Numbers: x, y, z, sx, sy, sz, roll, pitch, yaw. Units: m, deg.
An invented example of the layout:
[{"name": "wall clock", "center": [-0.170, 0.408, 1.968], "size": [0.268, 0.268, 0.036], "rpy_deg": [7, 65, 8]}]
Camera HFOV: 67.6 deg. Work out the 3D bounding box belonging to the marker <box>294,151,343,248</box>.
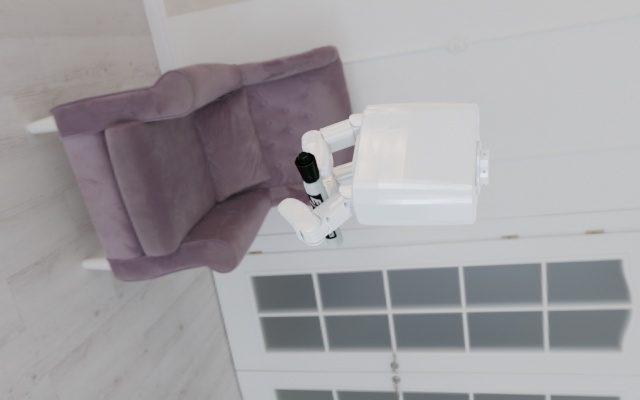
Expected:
[{"name": "marker", "center": [0.000, 0.001, 0.450], "size": [0.020, 0.020, 0.121], "rpy_deg": [0, -42, 19]}]
